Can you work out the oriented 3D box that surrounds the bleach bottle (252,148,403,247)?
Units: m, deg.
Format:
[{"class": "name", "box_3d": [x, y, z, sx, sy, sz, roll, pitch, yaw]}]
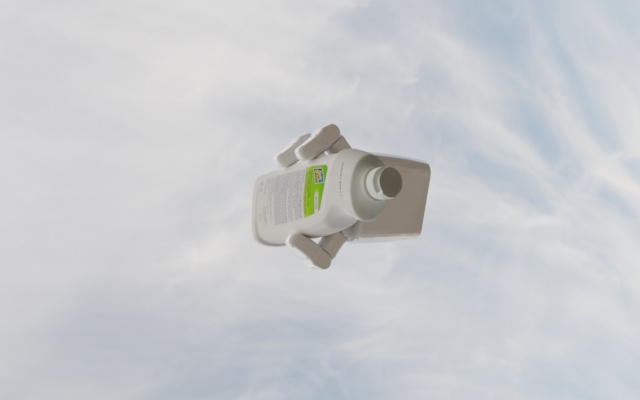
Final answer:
[{"class": "bleach bottle", "box_3d": [0.000, 0.002, 0.547, 0.068, 0.102, 0.251, 2, -6, -31]}]
